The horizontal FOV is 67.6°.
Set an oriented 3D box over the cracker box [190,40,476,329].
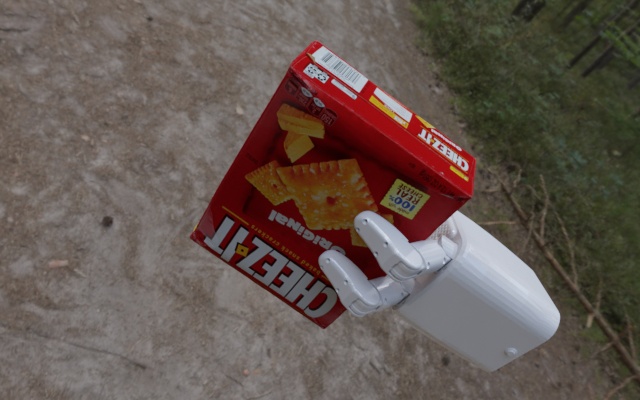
[{"bbox_3d":[0.000,0.001,0.420,0.164,0.214,0.072,36,37,-5],"label":"cracker box"}]
